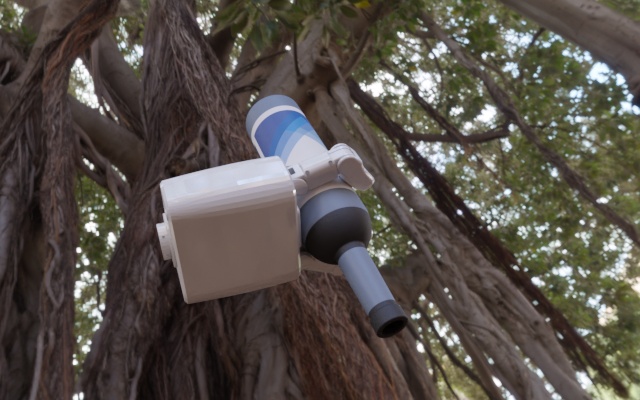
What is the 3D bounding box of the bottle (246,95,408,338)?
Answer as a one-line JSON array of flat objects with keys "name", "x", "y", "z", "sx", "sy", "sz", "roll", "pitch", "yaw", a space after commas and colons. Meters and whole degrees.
[{"name": "bottle", "x": 0.000, "y": 0.001, "z": 0.461, "sx": 0.069, "sy": 0.069, "sz": 0.295, "roll": 0, "pitch": 41, "yaw": -30}]
